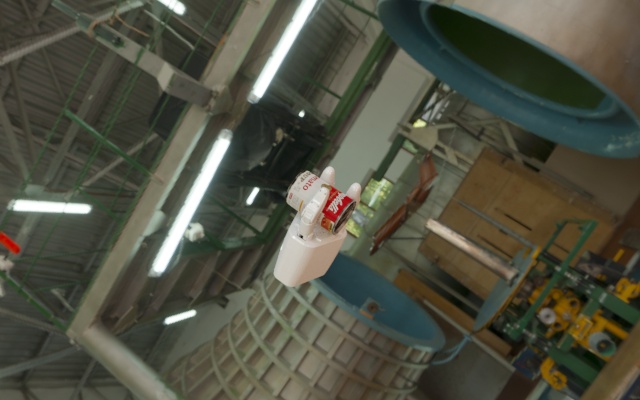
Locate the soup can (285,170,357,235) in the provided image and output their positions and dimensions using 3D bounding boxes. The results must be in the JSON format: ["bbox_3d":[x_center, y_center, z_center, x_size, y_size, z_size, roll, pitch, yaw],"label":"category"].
[{"bbox_3d":[0.000,0.002,0.807,0.102,0.068,0.068,33,10,15],"label":"soup can"}]
